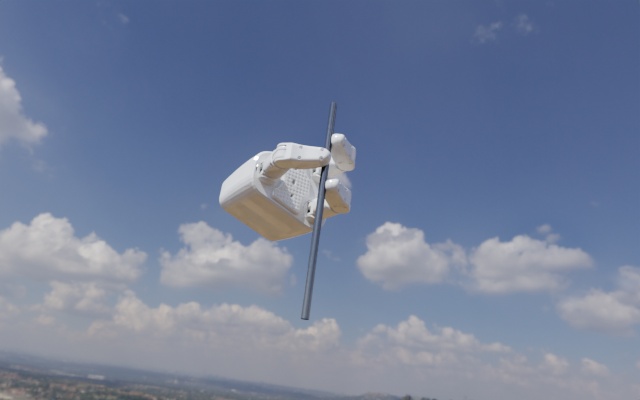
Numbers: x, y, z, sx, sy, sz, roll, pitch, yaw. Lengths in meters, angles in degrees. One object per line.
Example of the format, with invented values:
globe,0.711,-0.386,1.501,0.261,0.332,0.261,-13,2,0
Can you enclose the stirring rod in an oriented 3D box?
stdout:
stirring rod,0.000,0.002,0.496,0.011,0.239,0.011,7,-22,3
